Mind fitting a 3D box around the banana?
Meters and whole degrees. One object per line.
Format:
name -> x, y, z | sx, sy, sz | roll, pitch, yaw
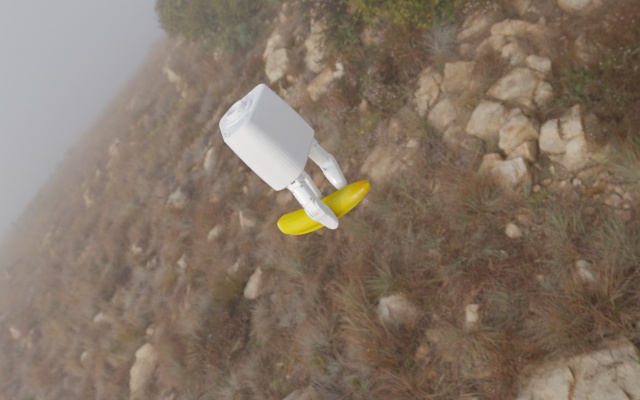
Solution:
banana -> -0.008, 0.017, 0.745 | 0.198, 0.069, 0.037 | -20, -56, 42
